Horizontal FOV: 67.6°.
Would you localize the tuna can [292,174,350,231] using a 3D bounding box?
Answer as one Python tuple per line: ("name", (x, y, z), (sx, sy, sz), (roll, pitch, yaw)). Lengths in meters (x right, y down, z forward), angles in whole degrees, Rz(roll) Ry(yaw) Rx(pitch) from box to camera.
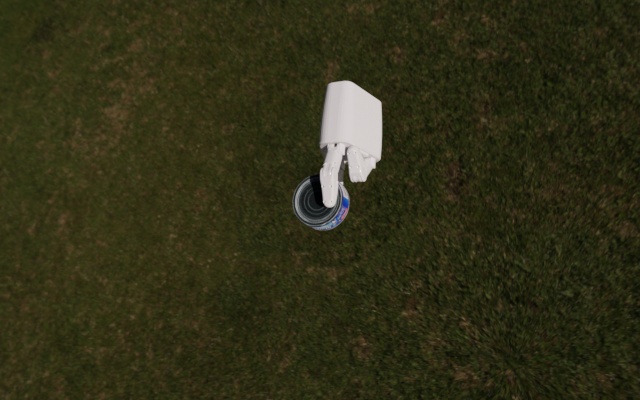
("tuna can", (0.000, 0.002, 0.749), (0.086, 0.086, 0.034), (0, -12, 22))
